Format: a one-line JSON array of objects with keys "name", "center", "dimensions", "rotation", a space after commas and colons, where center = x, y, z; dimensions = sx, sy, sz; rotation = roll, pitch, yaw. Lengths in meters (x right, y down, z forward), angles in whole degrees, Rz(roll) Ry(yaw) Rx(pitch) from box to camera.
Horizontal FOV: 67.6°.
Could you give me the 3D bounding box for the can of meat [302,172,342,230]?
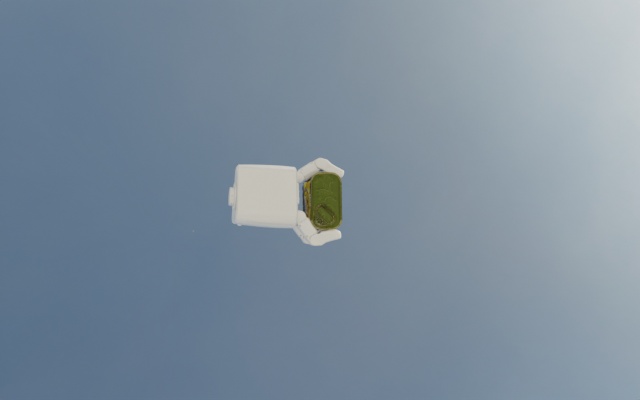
[{"name": "can of meat", "center": [0.000, 0.003, 0.882], "dimensions": [0.057, 0.102, 0.084], "rotation": [0, -3, -15]}]
